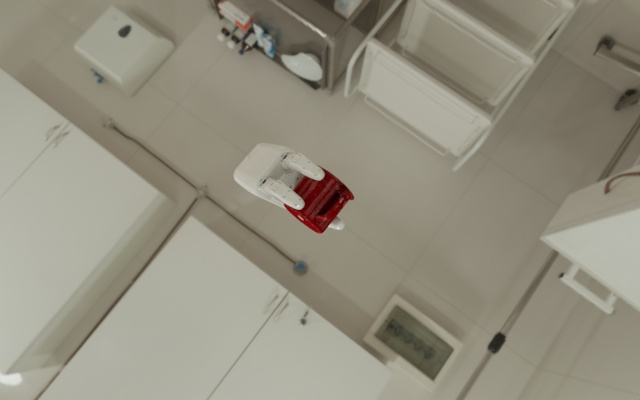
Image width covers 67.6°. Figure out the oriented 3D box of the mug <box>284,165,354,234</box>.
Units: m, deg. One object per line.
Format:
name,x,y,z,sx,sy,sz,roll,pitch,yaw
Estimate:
mug,0.001,0.003,0.768,0.093,0.081,0.117,44,-11,-31
